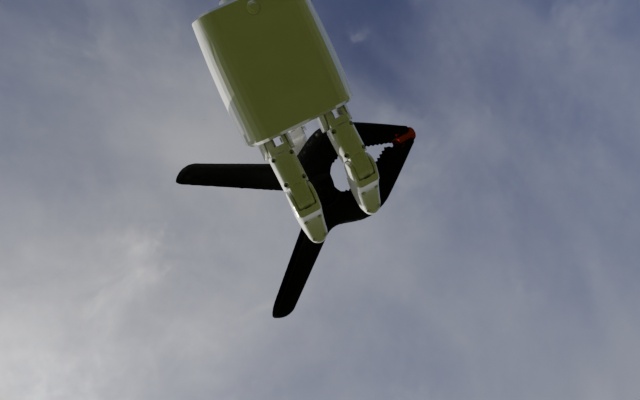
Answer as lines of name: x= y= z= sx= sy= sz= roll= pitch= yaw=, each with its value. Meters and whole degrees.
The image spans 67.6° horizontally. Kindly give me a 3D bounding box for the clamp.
clamp: x=0.000 y=0.001 z=0.440 sx=0.210 sy=0.164 sz=0.036 roll=-27 pitch=16 yaw=-8
